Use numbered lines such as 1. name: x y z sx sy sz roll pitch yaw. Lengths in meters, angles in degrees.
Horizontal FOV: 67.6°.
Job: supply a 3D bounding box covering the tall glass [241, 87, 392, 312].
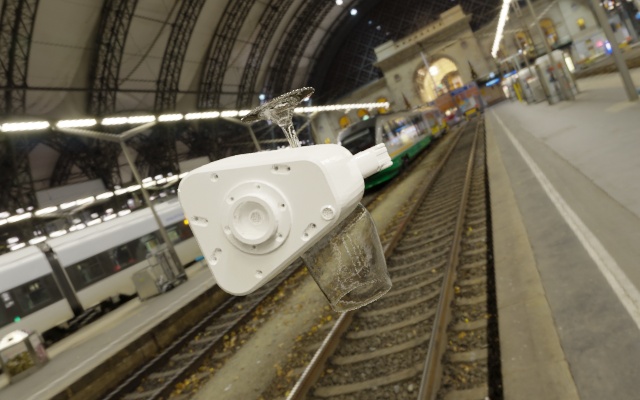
1. tall glass: 0.000 0.001 0.452 0.079 0.201 0.079 -24 3 1
